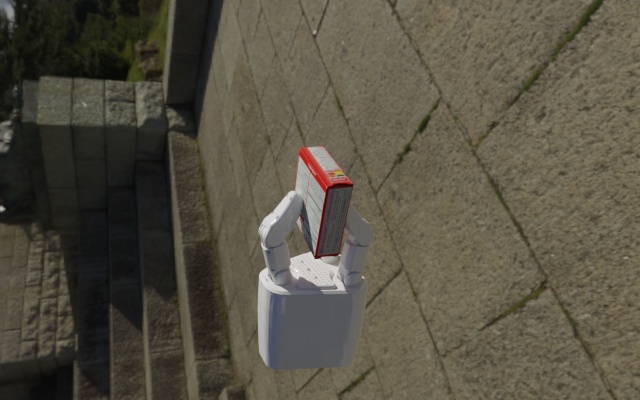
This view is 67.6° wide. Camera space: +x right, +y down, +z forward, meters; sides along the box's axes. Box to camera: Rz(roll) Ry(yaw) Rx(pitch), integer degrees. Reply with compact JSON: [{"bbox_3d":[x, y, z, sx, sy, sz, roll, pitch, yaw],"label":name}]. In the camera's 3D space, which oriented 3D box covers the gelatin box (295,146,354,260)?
[{"bbox_3d":[0.000,0.001,0.475,0.030,0.089,0.073,-7,38,-21],"label":"gelatin box"}]
